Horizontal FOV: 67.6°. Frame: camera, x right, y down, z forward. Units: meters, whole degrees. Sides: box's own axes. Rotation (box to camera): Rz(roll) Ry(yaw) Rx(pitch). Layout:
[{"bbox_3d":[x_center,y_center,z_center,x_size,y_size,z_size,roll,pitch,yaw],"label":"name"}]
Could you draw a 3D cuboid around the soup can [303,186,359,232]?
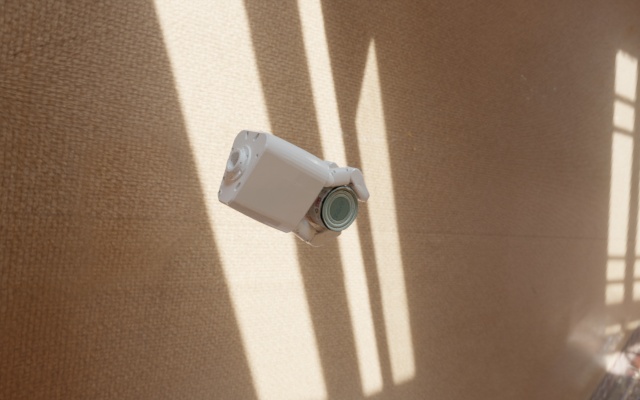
[{"bbox_3d":[0.001,0.003,0.711,0.068,0.068,0.102,0,11,-36],"label":"soup can"}]
